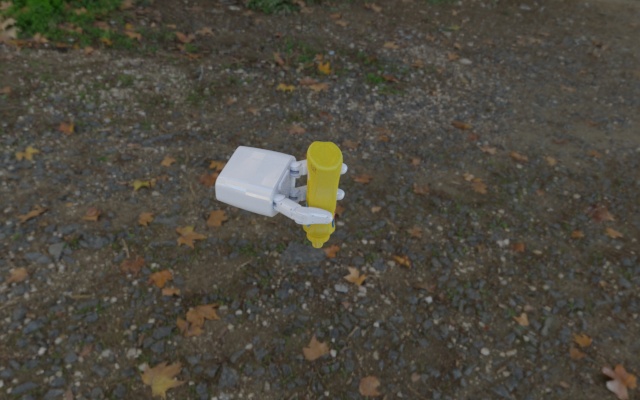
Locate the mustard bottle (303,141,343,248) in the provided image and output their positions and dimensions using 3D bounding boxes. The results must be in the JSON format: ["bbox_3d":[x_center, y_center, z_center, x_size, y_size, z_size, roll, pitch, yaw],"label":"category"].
[{"bbox_3d":[0.000,0.003,0.819,0.058,0.192,0.096,1,34,-7],"label":"mustard bottle"}]
